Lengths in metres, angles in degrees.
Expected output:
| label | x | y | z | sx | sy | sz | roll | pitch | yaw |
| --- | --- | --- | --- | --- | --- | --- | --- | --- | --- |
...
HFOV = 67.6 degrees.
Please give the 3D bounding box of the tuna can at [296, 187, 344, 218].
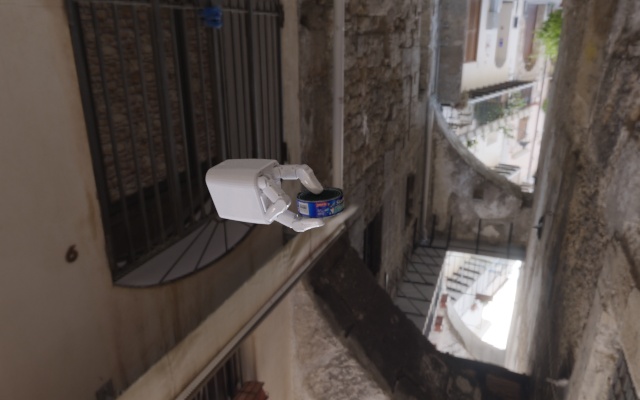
| label | x | y | z | sx | sy | sz | roll | pitch | yaw |
| --- | --- | --- | --- | --- | --- | --- | --- | --- | --- |
| tuna can | 0.000 | 0.003 | 0.862 | 0.086 | 0.034 | 0.086 | -5 | 17 | 2 |
